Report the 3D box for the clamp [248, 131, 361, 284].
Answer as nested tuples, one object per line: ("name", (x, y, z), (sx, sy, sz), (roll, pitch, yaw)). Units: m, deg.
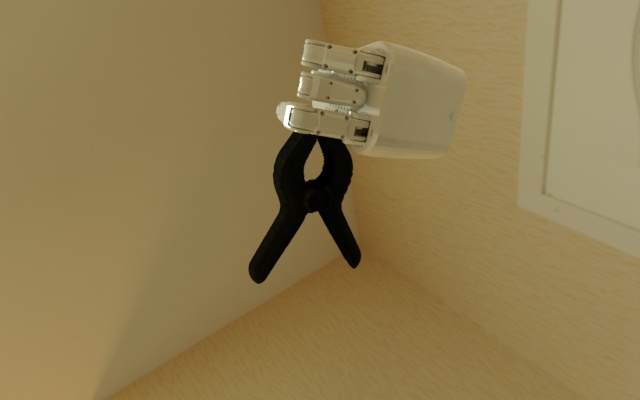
("clamp", (0.000, 0.001, 0.464), (0.120, 0.171, 0.039), (2, 20, -34))
